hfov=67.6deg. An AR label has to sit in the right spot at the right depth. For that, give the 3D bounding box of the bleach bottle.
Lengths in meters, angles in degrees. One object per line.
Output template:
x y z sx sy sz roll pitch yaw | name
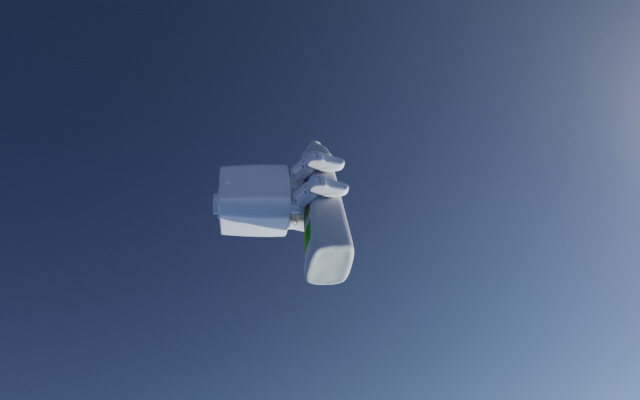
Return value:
0.000 0.002 0.764 0.068 0.250 0.103 1 -43 -10 | bleach bottle
